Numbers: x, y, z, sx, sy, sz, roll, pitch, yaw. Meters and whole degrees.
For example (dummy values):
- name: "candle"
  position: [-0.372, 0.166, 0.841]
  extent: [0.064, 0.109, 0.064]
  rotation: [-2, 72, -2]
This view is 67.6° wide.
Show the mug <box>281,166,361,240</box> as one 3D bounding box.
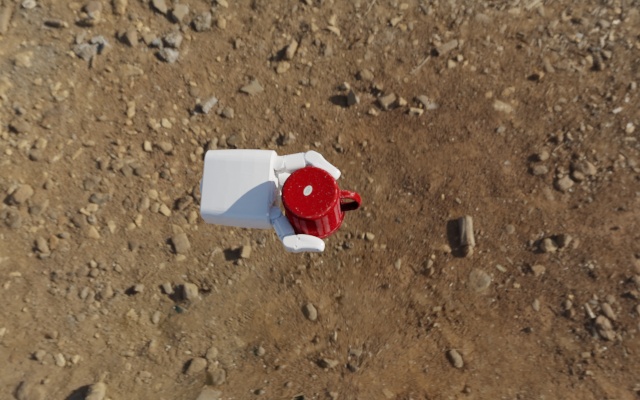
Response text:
- name: "mug"
  position: [0.002, 0.002, 0.691]
  extent: [0.117, 0.093, 0.081]
  rotation: [0, -21, 5]
